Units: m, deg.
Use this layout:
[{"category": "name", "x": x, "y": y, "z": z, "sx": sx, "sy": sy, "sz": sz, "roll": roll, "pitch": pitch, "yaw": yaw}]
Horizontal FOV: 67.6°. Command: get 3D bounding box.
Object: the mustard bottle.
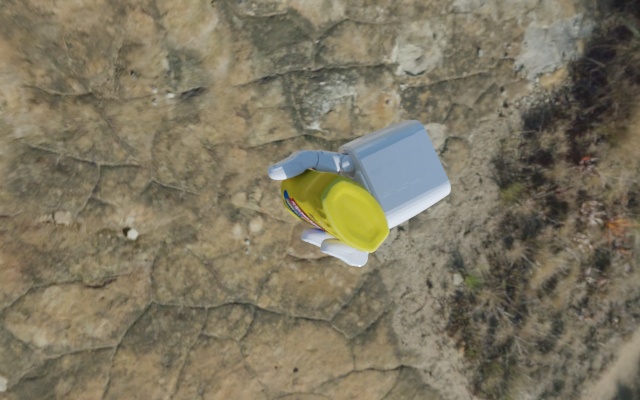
[{"category": "mustard bottle", "x": 0.000, "y": 0.002, "z": 0.580, "sx": 0.096, "sy": 0.058, "sz": 0.191, "roll": 44, "pitch": -10, "yaw": -24}]
